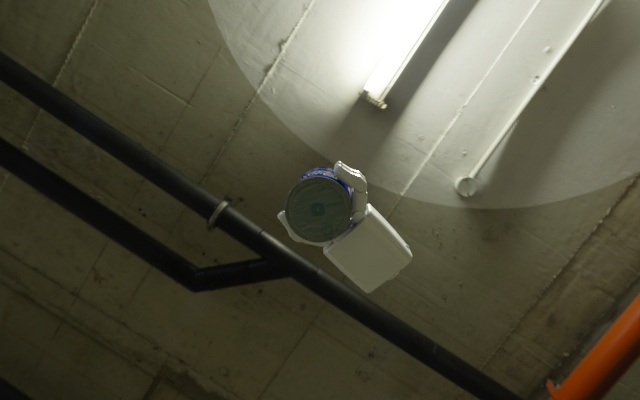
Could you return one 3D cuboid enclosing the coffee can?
[{"bbox_3d":[0.000,0.003,0.794,0.103,0.103,0.140,0,10,3],"label":"coffee can"}]
